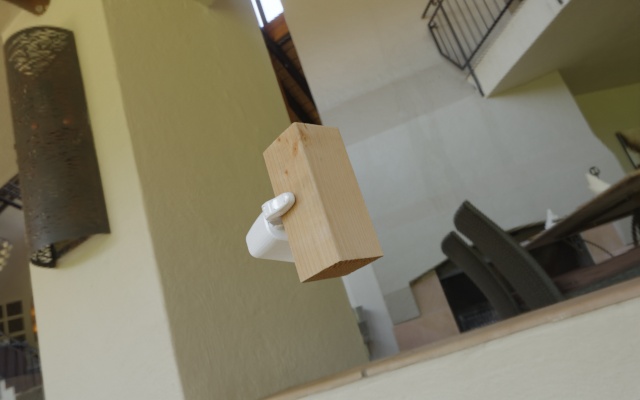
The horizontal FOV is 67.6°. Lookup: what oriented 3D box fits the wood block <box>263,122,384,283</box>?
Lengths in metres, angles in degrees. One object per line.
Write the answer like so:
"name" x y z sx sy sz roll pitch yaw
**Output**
"wood block" 0.000 0.002 0.687 0.091 0.206 0.090 -2 -25 -42
